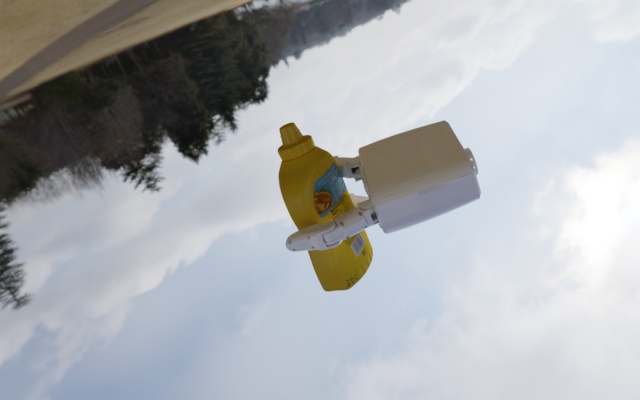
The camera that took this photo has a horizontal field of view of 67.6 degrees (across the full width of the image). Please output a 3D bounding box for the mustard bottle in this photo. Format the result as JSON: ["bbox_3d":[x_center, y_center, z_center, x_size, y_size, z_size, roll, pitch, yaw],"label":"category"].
[{"bbox_3d":[0.000,0.002,0.543,0.058,0.192,0.096,-10,24,32],"label":"mustard bottle"}]
